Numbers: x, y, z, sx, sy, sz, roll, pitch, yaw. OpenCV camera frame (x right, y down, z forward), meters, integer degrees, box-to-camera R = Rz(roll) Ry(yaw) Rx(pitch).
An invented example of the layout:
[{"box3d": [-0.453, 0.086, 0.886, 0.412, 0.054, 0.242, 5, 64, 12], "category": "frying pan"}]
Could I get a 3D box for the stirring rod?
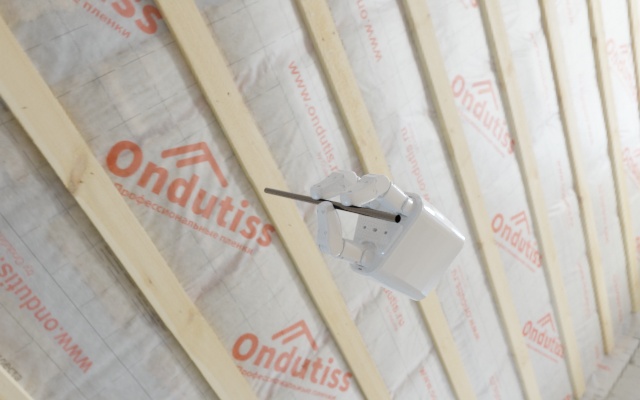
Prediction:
[{"box3d": [0.000, 0.002, 0.536, 0.011, 0.011, 0.239, 0, 7, -37], "category": "stirring rod"}]
